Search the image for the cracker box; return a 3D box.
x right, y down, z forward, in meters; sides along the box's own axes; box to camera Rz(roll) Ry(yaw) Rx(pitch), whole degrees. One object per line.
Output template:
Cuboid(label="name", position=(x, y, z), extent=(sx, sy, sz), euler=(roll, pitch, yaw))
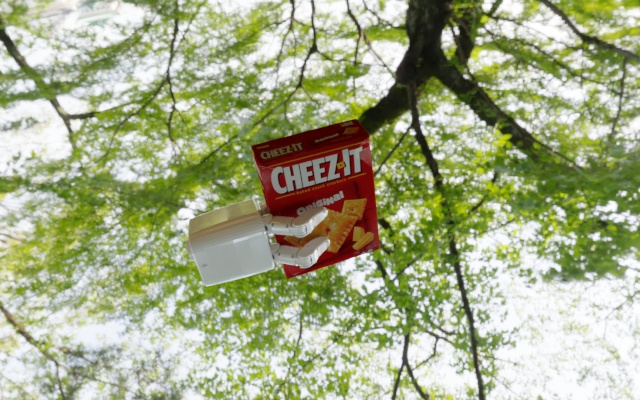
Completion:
Cuboid(label="cracker box", position=(0.000, 0.002, 0.730), extent=(0.164, 0.214, 0.072), euler=(-16, 35, -9))
